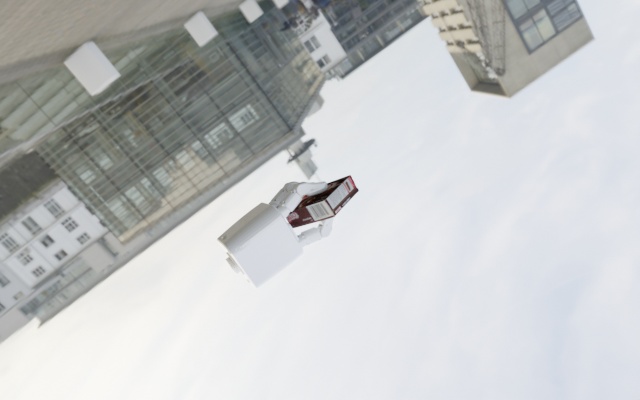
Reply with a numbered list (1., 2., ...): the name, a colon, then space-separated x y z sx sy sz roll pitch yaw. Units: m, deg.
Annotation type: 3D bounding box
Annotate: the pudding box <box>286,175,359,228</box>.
1. pudding box: 0.000 0.003 0.848 0.113 0.039 0.090 -15 21 43
